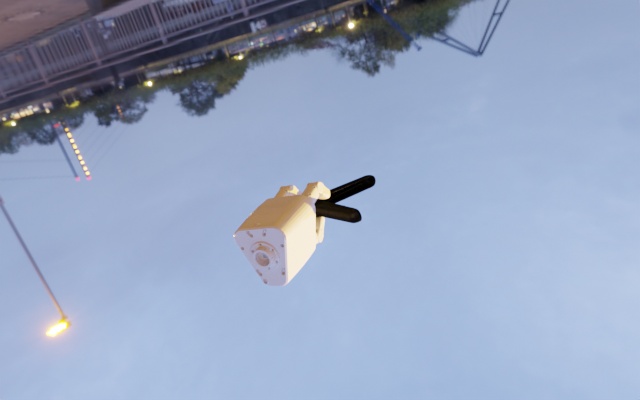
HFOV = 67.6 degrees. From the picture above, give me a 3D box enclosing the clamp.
[{"bbox_3d":[0.000,0.004,0.888,0.210,0.036,0.164,-7,23,26],"label":"clamp"}]
